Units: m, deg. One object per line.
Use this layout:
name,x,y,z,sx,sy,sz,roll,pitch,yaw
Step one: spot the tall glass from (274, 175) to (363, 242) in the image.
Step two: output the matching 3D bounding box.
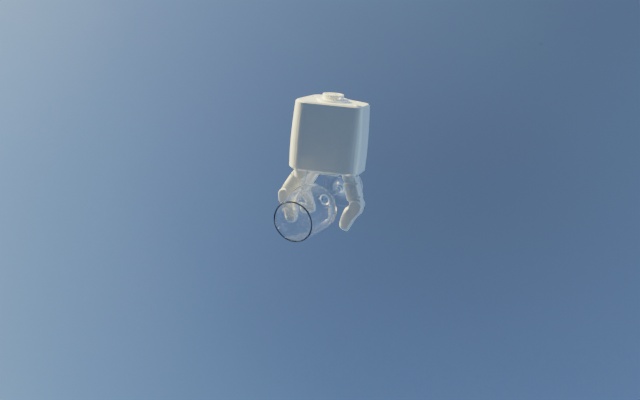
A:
tall glass,0.000,0.002,0.763,0.079,0.079,0.201,0,17,25
